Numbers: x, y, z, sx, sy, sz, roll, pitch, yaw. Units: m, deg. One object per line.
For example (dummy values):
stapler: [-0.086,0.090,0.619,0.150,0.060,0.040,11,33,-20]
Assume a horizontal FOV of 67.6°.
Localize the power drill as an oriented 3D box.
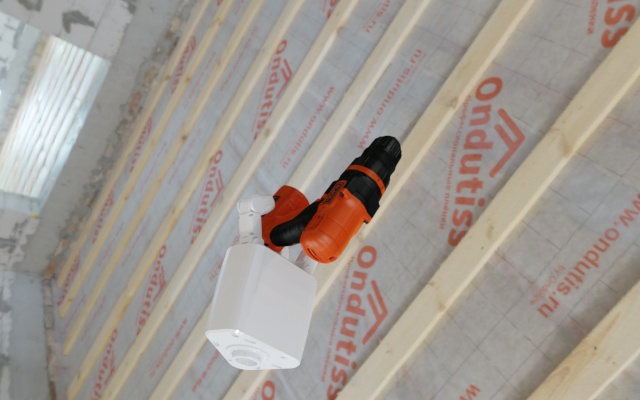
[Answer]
power drill: [0.000,0.002,0.583,0.188,0.057,0.184,-17,28,53]
